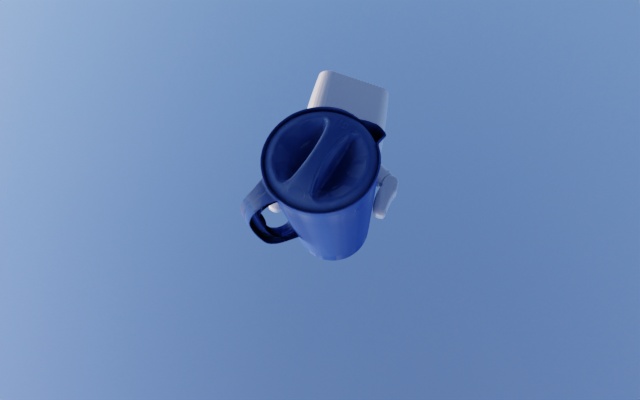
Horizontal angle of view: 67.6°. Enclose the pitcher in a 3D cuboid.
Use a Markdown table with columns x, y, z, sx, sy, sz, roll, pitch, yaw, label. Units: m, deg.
| x | y | z | sx | sy | sz | roll | pitch | yaw | label |
| --- | --- | --- | --- | --- | --- | --- | --- | --- | --- |
| 0.000 | 0.002 | 0.626 | 0.149 | 0.145 | 0.243 | 10 | -22 | 9 | pitcher |
